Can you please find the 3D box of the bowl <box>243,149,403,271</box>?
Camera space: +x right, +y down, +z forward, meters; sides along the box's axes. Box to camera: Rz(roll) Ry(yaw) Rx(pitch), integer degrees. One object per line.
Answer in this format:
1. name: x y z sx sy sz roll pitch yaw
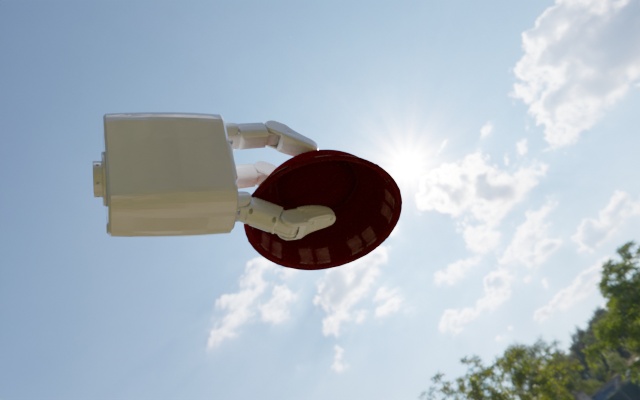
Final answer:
1. bowl: 0.001 0.002 0.498 0.162 0.162 0.055 0 43 -12
